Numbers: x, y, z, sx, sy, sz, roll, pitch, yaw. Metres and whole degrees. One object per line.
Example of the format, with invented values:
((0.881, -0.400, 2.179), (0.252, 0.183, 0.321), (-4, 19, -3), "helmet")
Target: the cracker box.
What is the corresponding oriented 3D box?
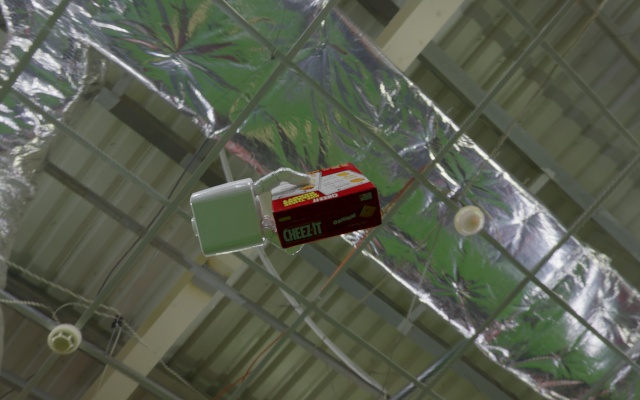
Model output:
((0.000, 0.002, 0.826), (0.164, 0.072, 0.213), (-14, 16, -3), "cracker box")
